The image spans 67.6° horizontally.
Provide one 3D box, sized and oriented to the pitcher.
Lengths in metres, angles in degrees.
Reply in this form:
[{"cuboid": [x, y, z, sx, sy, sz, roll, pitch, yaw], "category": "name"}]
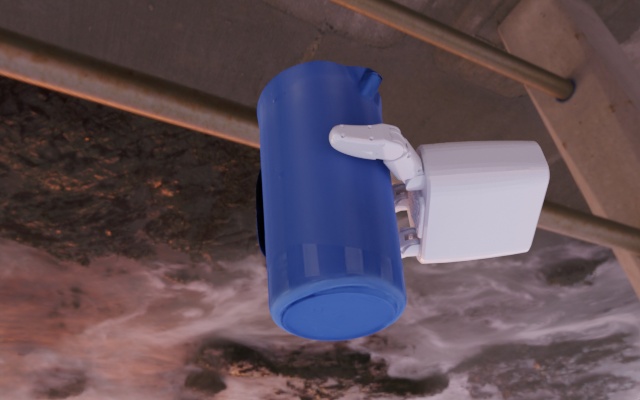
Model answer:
[{"cuboid": [0.000, 0.001, 0.447, 0.145, 0.242, 0.149, -5, -38, 0], "category": "pitcher"}]
